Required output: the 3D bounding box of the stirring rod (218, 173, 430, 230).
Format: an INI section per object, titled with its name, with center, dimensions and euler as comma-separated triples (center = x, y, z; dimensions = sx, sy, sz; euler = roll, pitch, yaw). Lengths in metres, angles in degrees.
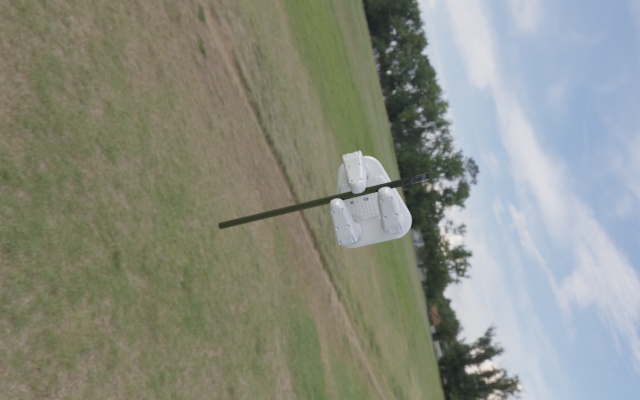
[stirring rod]
center = 0.000, 0.002, 0.529
dimensions = 0.239, 0.011, 0.011
euler = -13, -2, 9
